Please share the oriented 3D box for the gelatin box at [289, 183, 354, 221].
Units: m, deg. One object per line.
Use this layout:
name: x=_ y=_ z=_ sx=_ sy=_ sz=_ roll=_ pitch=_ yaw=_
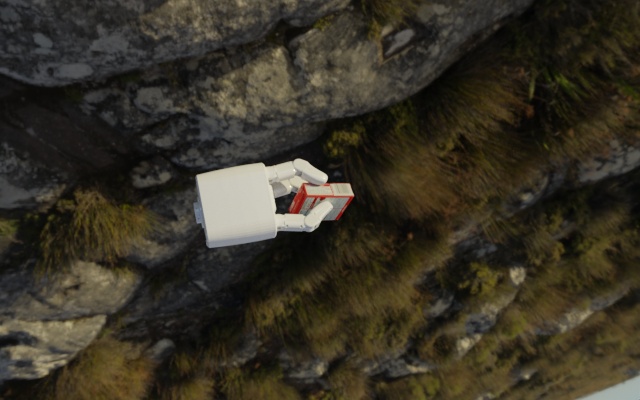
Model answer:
gelatin box: x=0.001 y=0.003 z=0.792 sx=0.089 sy=0.030 sz=0.073 roll=0 pitch=-35 yaw=-25
